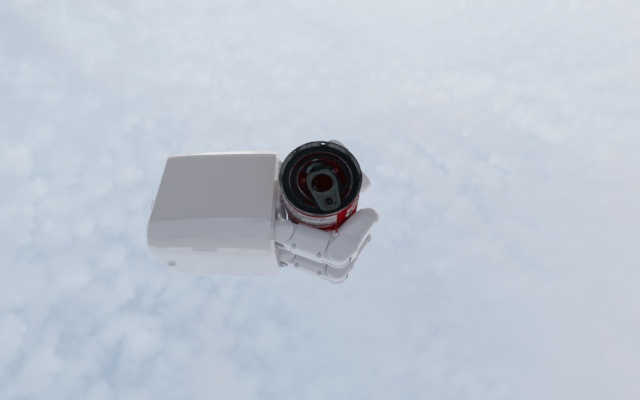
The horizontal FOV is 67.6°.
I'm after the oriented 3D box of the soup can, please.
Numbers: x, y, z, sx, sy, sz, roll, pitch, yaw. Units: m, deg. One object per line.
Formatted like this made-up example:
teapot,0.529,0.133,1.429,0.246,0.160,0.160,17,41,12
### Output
soup can,0.001,0.001,0.432,0.068,0.068,0.102,0,-24,0
